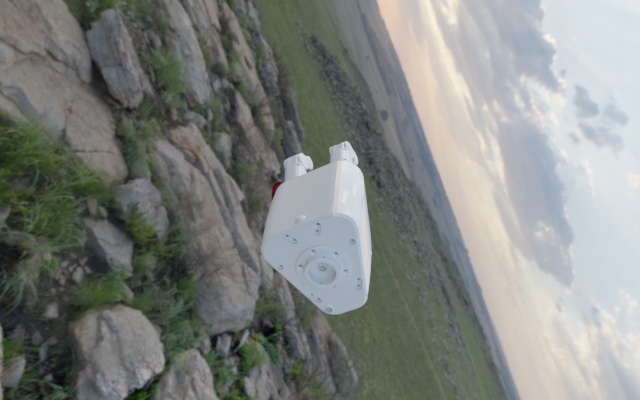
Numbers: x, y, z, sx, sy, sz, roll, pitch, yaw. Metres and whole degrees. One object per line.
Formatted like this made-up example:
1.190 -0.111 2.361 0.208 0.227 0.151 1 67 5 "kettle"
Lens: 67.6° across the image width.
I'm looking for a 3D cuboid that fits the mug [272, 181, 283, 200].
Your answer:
0.000 0.001 0.584 0.081 0.093 0.117 -20 26 16 "mug"
